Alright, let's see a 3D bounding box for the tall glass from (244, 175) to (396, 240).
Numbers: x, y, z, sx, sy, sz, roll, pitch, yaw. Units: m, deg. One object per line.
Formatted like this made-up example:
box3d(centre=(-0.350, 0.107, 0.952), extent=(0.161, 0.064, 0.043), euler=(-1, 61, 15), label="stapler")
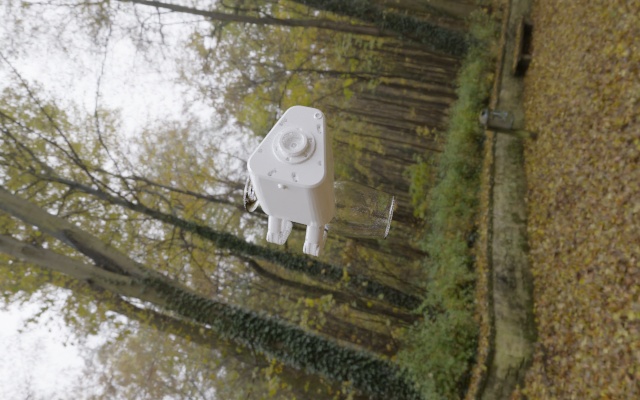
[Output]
box3d(centre=(-0.001, 0.002, 0.668), extent=(0.201, 0.079, 0.079), euler=(13, 2, 11), label="tall glass")
